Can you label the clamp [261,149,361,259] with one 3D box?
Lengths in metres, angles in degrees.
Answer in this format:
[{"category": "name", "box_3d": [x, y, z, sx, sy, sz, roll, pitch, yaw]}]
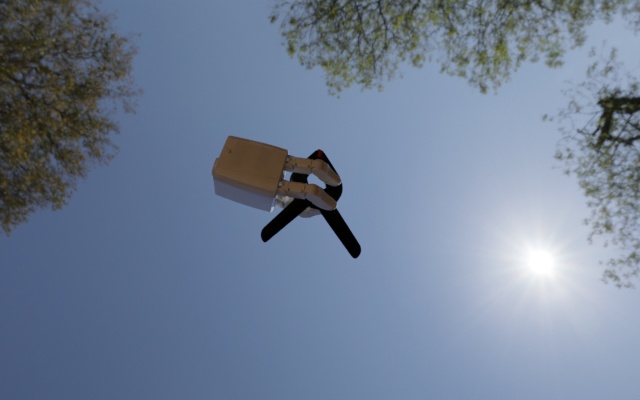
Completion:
[{"category": "clamp", "box_3d": [0.000, 0.003, 0.818, 0.164, 0.209, 0.036, 17, -37, -7]}]
